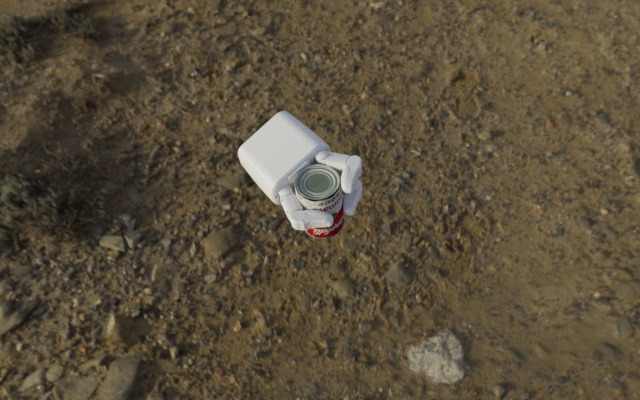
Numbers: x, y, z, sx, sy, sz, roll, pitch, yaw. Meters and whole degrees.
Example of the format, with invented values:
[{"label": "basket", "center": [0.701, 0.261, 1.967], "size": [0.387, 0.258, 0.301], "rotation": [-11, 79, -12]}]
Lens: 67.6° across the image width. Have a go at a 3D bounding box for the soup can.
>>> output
[{"label": "soup can", "center": [0.000, 0.003, 0.717], "size": [0.068, 0.068, 0.102], "rotation": [0, -36, 6]}]
